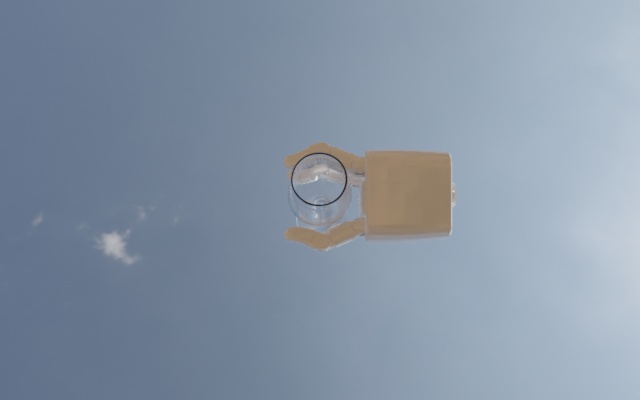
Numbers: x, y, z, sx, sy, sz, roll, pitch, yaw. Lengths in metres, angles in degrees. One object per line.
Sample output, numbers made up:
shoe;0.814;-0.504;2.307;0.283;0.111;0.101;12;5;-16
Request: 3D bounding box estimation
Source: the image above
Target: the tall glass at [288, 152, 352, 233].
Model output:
tall glass;0.000;0.002;0.613;0.079;0.079;0.201;0;-15;1
